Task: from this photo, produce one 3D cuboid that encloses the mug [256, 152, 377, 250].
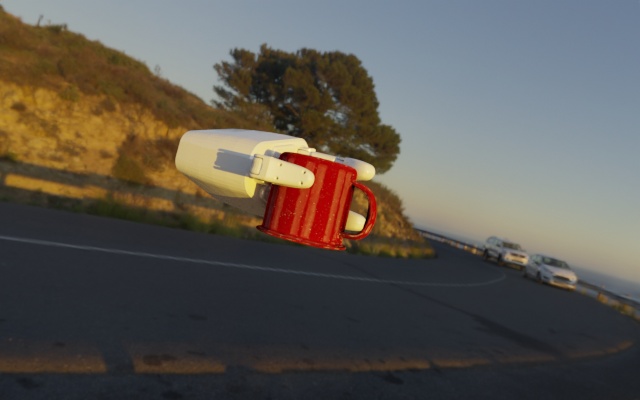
[{"bbox_3d":[0.001,0.002,0.475,0.117,0.081,0.093,14,1,26],"label":"mug"}]
